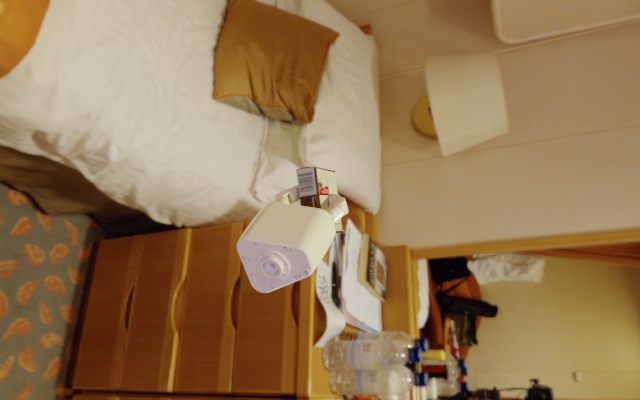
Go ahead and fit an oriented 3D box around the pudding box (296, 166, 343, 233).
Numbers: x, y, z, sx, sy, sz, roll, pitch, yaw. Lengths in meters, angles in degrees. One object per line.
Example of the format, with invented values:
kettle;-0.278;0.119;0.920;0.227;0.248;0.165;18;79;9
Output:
pudding box;0.000;0.003;0.805;0.039;0.113;0.090;-7;-5;22
